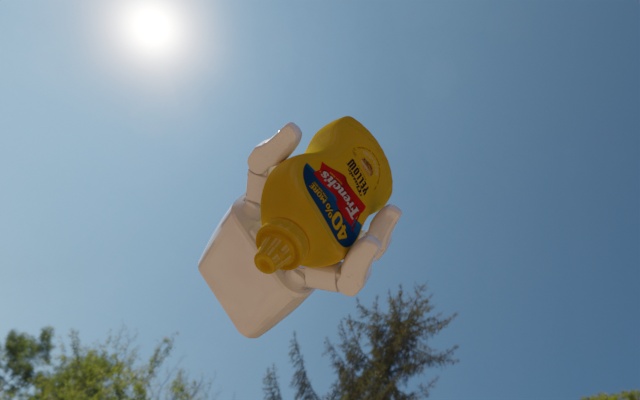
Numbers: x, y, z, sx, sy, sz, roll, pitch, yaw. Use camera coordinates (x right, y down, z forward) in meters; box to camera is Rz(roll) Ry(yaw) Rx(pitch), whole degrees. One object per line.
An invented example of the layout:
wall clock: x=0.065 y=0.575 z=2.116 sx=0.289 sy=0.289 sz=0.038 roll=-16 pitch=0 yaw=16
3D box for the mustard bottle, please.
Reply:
mustard bottle: x=0.000 y=0.001 z=0.414 sx=0.058 sy=0.096 sz=0.191 roll=-18 pitch=18 yaw=36
